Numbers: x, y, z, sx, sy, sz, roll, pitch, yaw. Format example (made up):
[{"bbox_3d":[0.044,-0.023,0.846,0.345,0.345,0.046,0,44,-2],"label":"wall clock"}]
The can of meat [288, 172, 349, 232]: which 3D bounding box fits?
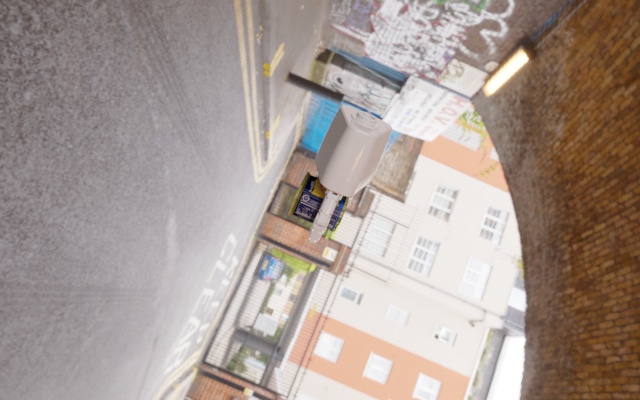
[{"bbox_3d":[0.000,0.003,0.810,0.084,0.057,0.102,23,23,-1],"label":"can of meat"}]
